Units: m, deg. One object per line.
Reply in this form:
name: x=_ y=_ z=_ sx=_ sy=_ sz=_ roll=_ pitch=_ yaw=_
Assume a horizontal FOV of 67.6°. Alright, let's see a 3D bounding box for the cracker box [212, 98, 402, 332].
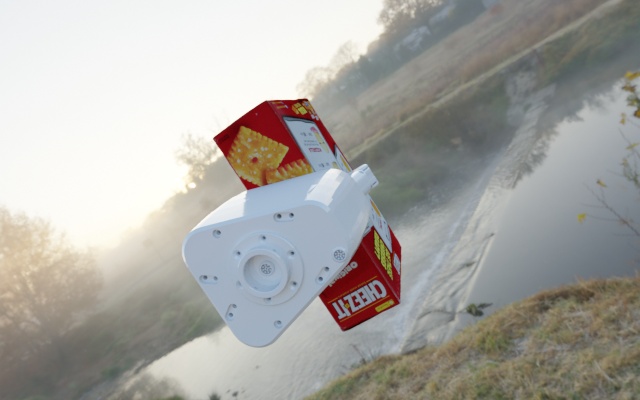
cracker box: x=0.000 y=0.001 z=0.494 sx=0.072 sy=0.214 sz=0.164 roll=-31 pitch=5 yaw=15
